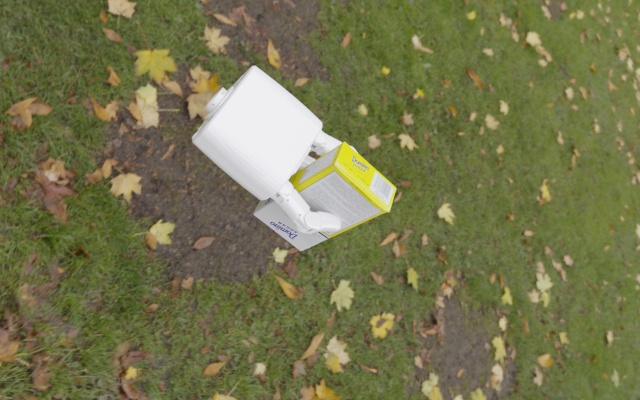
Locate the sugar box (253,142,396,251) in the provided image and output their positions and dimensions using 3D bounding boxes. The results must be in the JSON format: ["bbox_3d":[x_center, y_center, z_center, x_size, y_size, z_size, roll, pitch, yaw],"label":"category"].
[{"bbox_3d":[0.000,0.001,0.610,0.093,0.048,0.176,40,-38,-20],"label":"sugar box"}]
